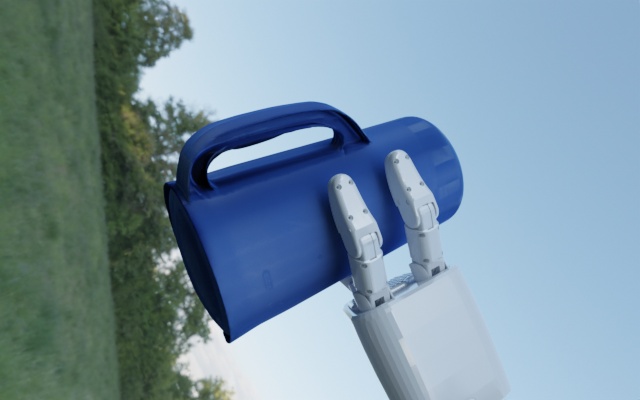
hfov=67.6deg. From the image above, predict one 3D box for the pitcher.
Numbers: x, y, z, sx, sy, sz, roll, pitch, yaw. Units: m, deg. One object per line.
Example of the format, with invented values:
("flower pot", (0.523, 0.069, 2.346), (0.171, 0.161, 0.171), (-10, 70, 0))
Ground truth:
("pitcher", (0.000, 0.002, 0.406), (0.243, 0.145, 0.149), (-22, -7, -23))
